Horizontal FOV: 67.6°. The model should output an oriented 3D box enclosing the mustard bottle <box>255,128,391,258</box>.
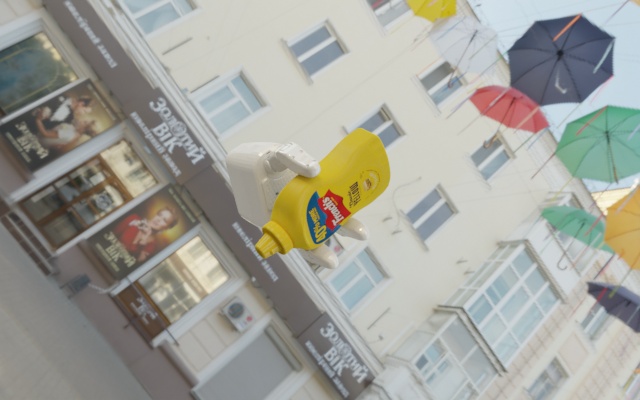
[{"bbox_3d":[0.000,0.002,0.566,0.191,0.096,0.058,-39,50,-22],"label":"mustard bottle"}]
